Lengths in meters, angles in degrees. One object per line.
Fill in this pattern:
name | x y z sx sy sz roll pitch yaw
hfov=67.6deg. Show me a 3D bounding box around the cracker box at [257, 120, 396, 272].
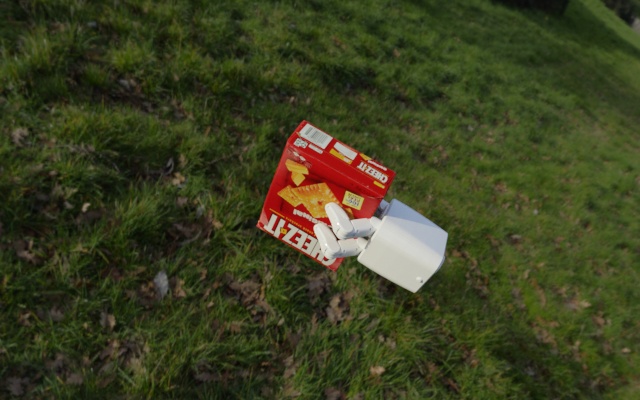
cracker box | 0.000 0.002 0.770 0.164 0.214 0.072 30 46 3
